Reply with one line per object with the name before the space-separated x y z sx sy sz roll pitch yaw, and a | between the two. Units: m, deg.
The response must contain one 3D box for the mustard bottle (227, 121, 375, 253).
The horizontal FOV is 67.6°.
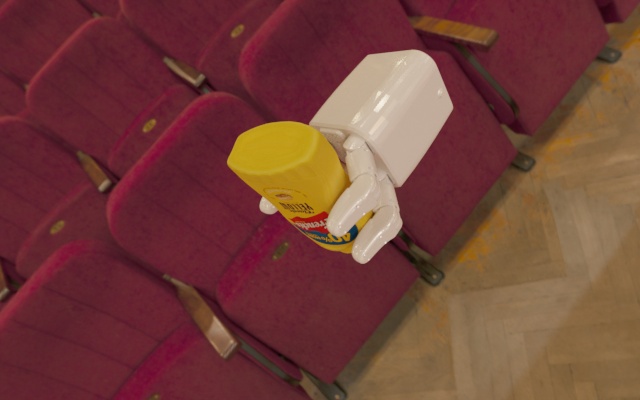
mustard bottle | 0.000 0.002 0.474 0.096 0.058 0.192 0 -30 33
